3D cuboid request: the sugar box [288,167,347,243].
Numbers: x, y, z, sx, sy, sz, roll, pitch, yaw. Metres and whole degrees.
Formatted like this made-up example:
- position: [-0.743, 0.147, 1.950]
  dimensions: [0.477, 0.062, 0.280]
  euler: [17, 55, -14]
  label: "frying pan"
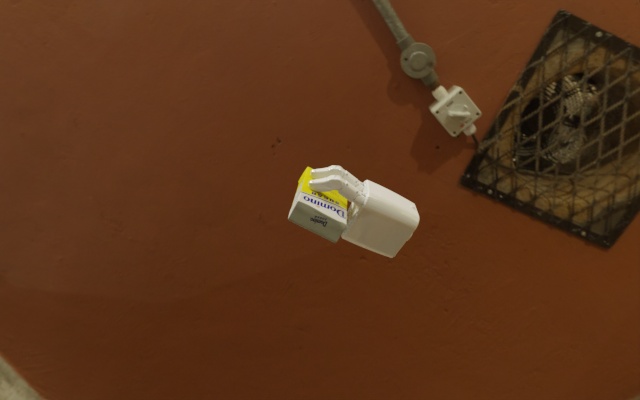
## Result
- position: [0.001, 0.002, 0.857]
  dimensions: [0.093, 0.048, 0.176]
  euler: [27, 19, -8]
  label: "sugar box"
